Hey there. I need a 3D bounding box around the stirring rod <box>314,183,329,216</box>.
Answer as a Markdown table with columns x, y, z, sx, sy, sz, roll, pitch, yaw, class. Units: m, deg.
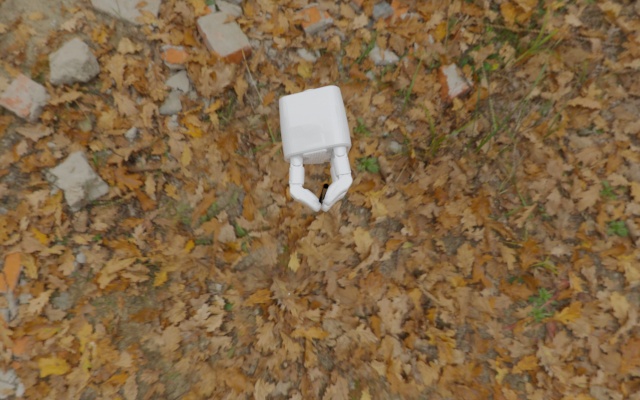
| x | y | z | sx | sy | sz | roll | pitch | yaw | class |
| --- | --- | --- | --- | --- | --- | --- | --- | --- | --- |
| 0.000 | 0.003 | 0.793 | 0.011 | 0.011 | 0.239 | 0 | -11 | -4 | stirring rod |
